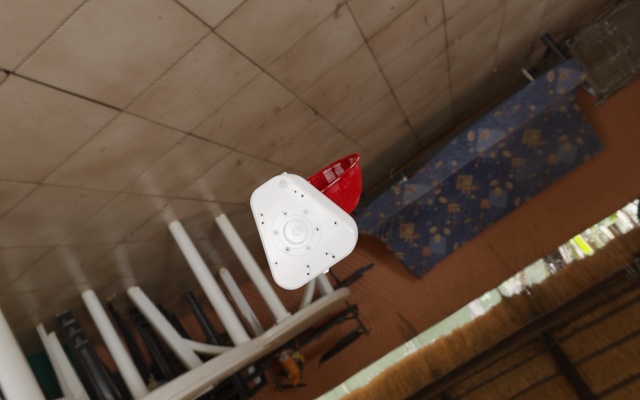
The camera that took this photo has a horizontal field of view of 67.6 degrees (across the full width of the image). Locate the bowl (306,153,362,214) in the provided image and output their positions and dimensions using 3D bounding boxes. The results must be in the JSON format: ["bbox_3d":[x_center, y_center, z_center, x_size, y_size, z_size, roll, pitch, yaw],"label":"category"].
[{"bbox_3d":[0.001,0.002,0.660,0.162,0.055,0.162,-34,11,8],"label":"bowl"}]
